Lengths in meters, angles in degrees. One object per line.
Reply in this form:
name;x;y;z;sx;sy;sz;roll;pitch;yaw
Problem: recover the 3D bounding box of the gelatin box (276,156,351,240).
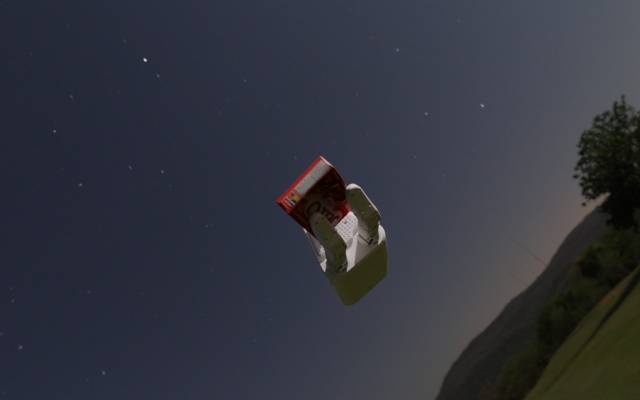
gelatin box;0.000;0.001;0.564;0.030;0.073;0.089;42;-4;37
